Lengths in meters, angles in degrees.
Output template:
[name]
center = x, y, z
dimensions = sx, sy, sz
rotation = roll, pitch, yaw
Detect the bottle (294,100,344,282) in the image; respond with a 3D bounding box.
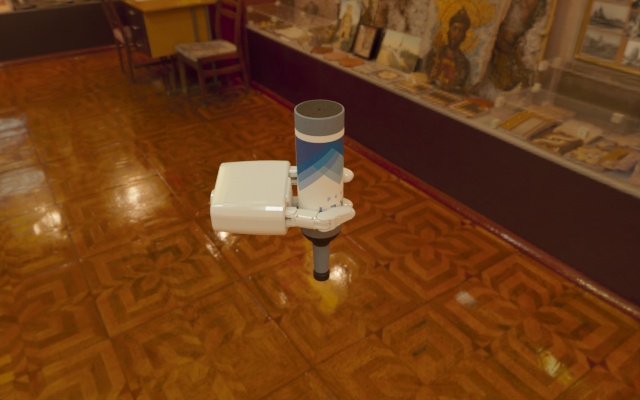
[bottle]
center = 0.000, 0.002, 0.710
dimensions = 0.069, 0.296, 0.069
rotation = -1, 33, 0
